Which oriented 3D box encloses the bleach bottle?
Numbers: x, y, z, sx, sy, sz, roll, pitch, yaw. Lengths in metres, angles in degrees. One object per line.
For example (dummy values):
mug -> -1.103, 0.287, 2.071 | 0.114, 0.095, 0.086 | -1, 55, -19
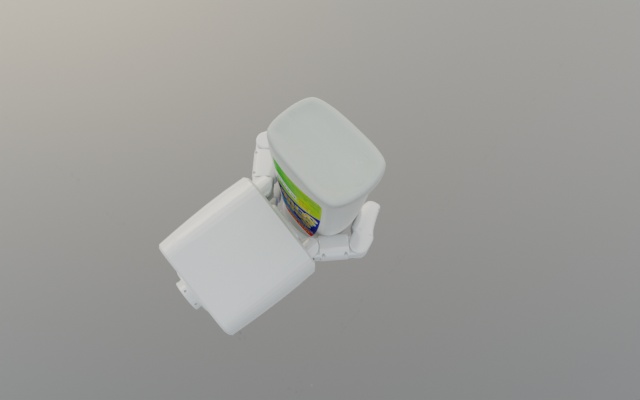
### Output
bleach bottle -> 0.000, 0.002, 0.496 | 0.068, 0.102, 0.251 | -39, -16, -14
